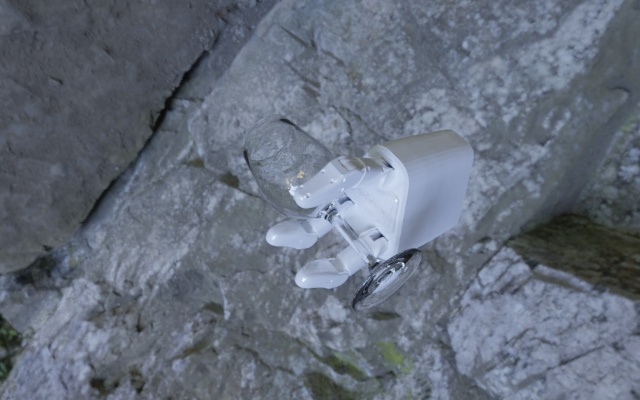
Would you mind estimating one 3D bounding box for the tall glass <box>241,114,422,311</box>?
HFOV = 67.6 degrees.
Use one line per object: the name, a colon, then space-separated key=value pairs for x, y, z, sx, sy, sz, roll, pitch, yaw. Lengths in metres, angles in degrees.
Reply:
tall glass: x=0.000 y=0.002 z=0.446 sx=0.079 sy=0.079 sz=0.201 roll=0 pitch=41 yaw=-49
